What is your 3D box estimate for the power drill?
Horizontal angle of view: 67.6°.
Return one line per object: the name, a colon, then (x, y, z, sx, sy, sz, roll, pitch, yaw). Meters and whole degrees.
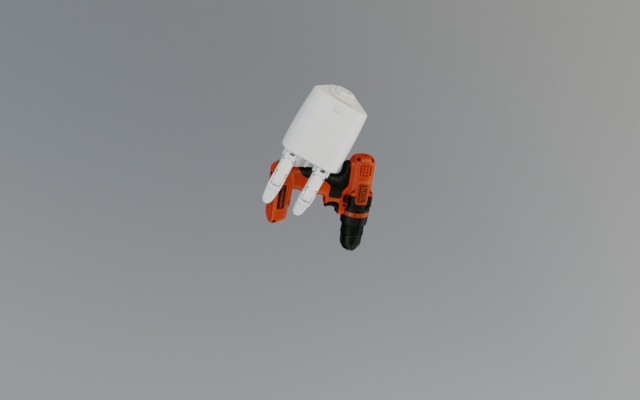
power drill: (0.000, 0.003, 0.846, 0.187, 0.184, 0.057, 1, 18, -19)
